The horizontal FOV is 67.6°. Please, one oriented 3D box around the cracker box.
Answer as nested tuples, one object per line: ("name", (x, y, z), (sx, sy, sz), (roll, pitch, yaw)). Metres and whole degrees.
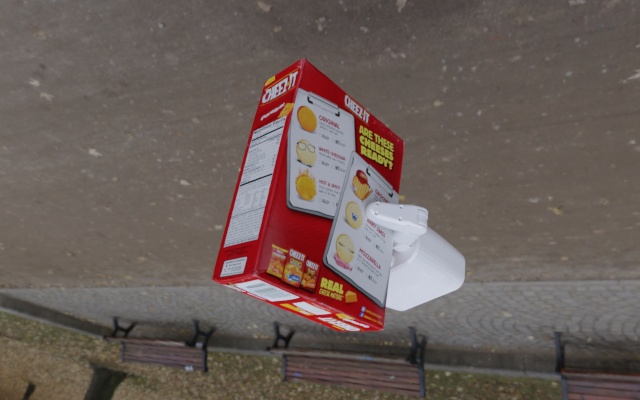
("cracker box", (0.000, 0.002, 0.464), (0.072, 0.213, 0.164), (-15, -35, 42))
